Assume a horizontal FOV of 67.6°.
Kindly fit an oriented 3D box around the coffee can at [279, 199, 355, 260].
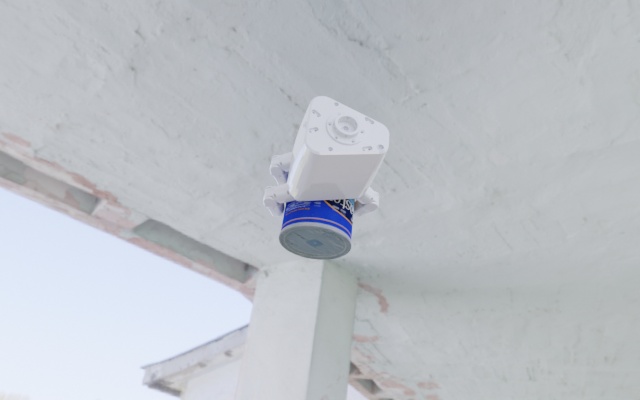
[{"bbox_3d":[0.000,0.003,0.704,0.103,0.140,0.103,6,-31,3],"label":"coffee can"}]
